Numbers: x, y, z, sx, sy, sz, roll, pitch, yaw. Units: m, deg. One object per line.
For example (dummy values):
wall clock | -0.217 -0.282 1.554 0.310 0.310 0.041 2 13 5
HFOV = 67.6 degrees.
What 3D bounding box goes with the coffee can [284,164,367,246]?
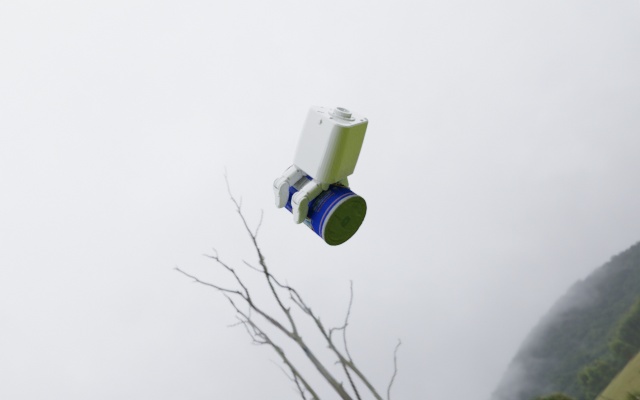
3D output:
coffee can | 0.000 0.003 0.871 0.103 0.103 0.140 0 30 -48
